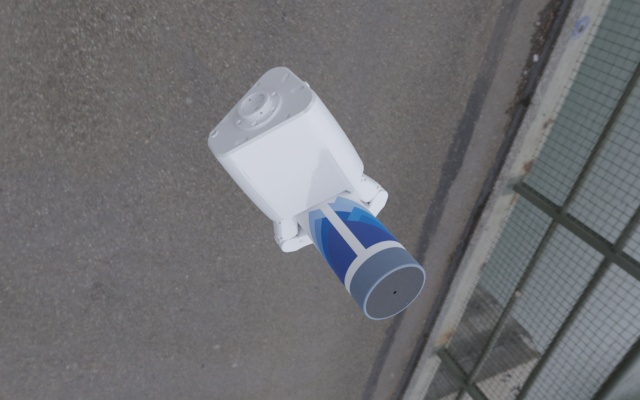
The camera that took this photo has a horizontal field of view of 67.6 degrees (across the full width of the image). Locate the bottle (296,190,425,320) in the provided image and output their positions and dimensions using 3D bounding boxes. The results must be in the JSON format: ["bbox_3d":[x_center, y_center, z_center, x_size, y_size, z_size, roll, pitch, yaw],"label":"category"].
[{"bbox_3d":[0.000,0.002,0.528,0.069,0.069,0.295,0,33,-33],"label":"bottle"}]
